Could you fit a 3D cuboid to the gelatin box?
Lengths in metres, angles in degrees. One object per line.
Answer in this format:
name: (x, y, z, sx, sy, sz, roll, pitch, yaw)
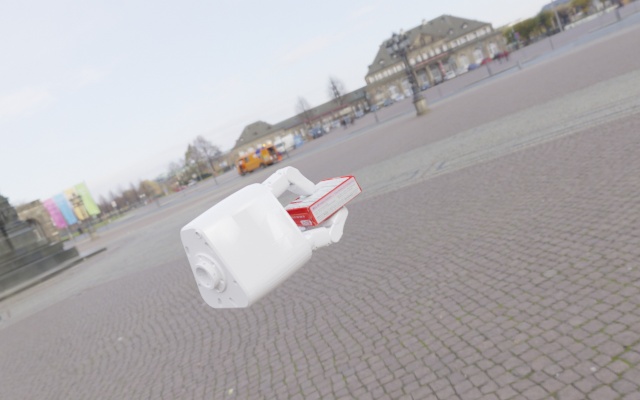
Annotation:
gelatin box: (0.000, 0.002, 0.639, 0.089, 0.030, 0.073, -37, 16, -30)
